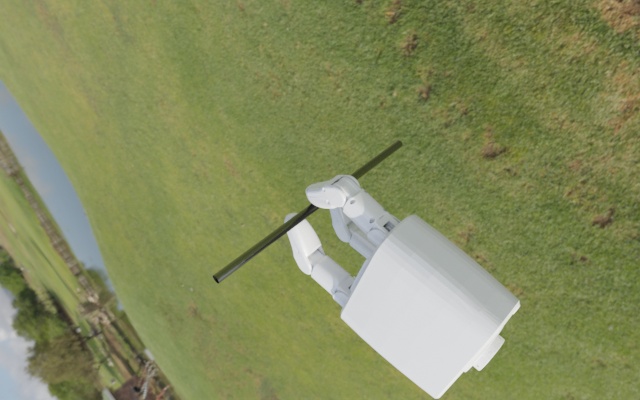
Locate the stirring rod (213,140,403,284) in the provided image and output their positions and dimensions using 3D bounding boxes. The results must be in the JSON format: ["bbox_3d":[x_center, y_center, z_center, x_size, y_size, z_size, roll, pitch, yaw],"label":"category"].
[{"bbox_3d":[0.000,0.001,0.440,0.239,0.011,0.011,-36,21,-31],"label":"stirring rod"}]
